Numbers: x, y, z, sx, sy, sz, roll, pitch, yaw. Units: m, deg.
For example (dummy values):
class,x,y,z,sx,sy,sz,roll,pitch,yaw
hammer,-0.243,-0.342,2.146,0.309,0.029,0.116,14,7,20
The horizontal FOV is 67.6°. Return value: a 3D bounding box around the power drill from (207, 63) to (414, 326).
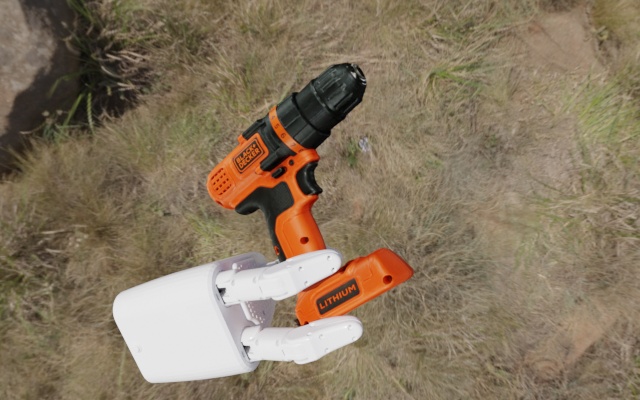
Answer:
class,x,y,z,sx,sy,sz,roll,pitch,yaw
power drill,0.000,0.002,0.413,0.184,0.187,0.057,-37,-17,28
